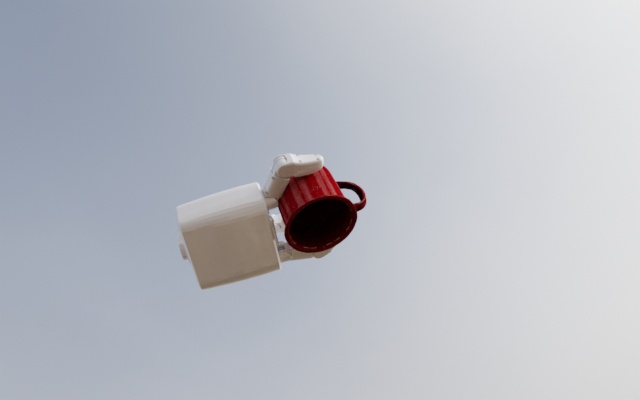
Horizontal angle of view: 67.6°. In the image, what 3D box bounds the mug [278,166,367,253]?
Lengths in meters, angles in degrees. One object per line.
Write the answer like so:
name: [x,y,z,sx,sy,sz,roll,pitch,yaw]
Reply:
mug: [0.001,0.001,0.605,0.117,0.093,0.081,-15,44,-11]
